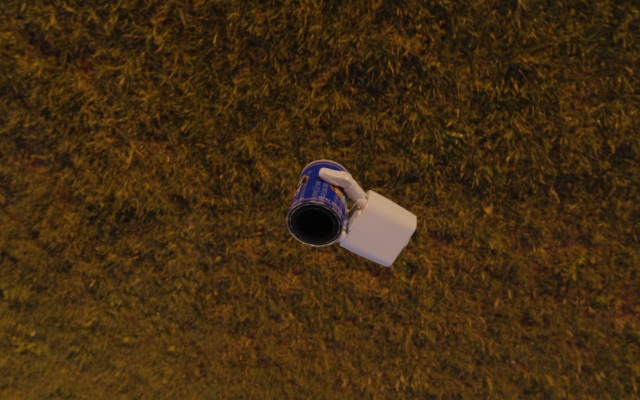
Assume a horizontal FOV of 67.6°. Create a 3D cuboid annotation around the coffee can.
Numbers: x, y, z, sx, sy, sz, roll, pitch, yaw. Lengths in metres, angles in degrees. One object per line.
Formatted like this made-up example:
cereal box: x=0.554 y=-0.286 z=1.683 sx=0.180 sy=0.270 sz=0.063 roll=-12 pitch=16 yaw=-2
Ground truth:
coffee can: x=0.000 y=0.003 z=0.892 sx=0.103 sy=0.103 sz=0.140 roll=0 pitch=36 yaw=11
